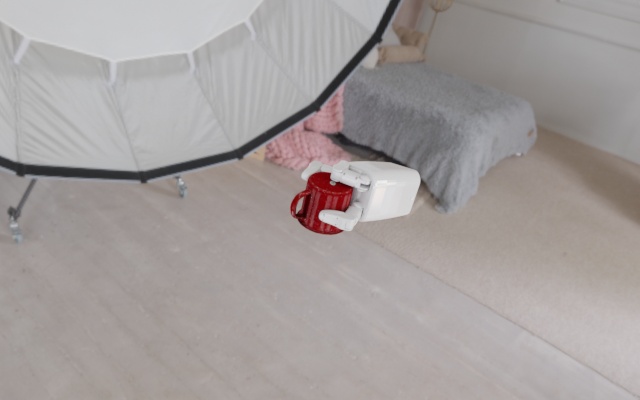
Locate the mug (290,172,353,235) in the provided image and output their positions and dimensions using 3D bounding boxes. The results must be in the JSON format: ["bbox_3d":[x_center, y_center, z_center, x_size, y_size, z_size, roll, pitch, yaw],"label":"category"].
[{"bbox_3d":[-0.001,0.003,0.839,0.117,0.081,0.093,-5,34,-30],"label":"mug"}]
